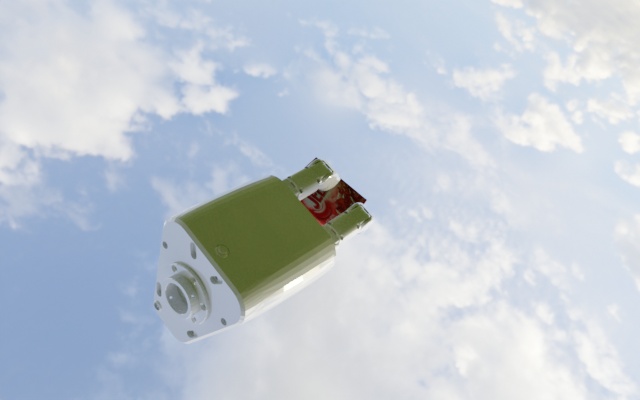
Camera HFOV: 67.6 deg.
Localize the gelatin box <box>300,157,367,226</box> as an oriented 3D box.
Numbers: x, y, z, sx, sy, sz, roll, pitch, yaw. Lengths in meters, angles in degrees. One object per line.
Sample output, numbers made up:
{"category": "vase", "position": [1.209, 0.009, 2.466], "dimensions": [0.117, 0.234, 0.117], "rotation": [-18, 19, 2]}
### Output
{"category": "gelatin box", "position": [0.000, 0.002, 0.487], "dimensions": [0.073, 0.030, 0.089], "rotation": [40, 34, 2]}
